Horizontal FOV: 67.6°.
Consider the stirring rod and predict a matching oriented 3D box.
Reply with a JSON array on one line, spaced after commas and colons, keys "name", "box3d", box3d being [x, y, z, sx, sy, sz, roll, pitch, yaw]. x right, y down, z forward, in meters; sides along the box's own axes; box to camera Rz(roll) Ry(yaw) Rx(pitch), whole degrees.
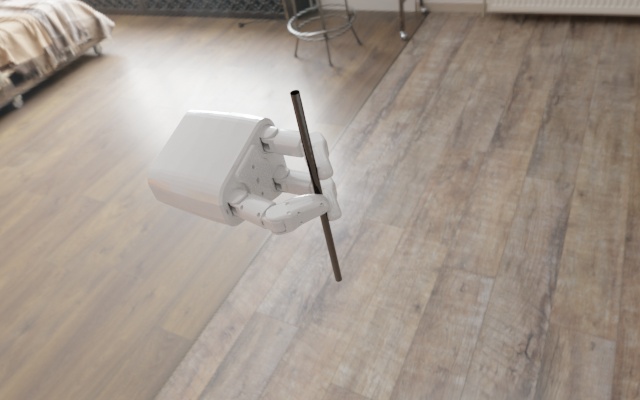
[{"name": "stirring rod", "box3d": [0.000, 0.002, 0.460, 0.011, 0.240, 0.011, -7, 42, 7]}]
